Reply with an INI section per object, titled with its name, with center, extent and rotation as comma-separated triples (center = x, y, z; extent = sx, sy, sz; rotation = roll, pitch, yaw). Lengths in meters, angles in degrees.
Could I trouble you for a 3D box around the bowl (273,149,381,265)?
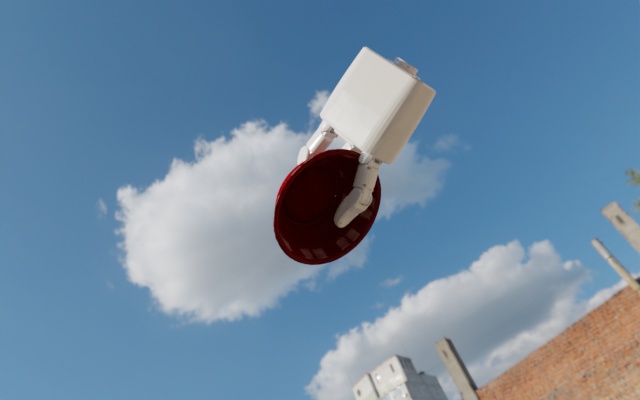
[bowl]
center = -0.001, 0.003, 0.630
extent = 0.162, 0.162, 0.055
rotation = 0, 22, -34
